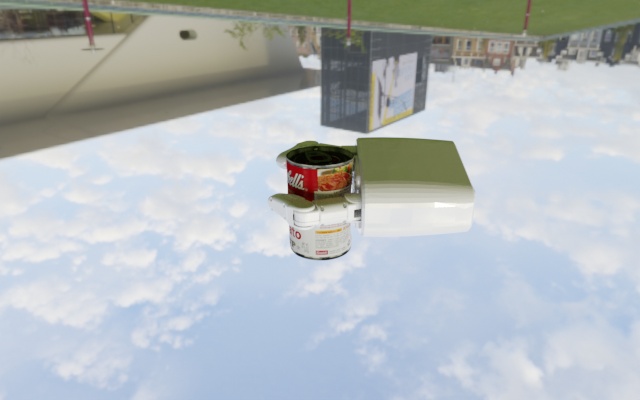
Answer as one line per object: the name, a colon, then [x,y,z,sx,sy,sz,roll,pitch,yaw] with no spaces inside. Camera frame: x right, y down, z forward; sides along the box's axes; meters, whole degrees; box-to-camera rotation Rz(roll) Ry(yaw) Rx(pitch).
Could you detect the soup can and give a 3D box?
soup can: [0.000,0.002,0.492,0.068,0.102,0.068,0,23,0]
